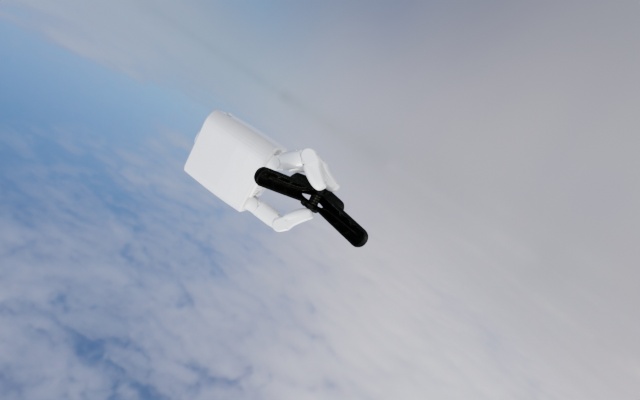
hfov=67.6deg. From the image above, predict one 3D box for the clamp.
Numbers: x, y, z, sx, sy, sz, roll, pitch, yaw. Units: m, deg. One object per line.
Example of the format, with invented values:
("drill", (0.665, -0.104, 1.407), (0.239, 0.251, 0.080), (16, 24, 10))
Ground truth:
("clamp", (0.000, 0.003, 0.683), (0.164, 0.036, 0.210), (35, 8, 4))
